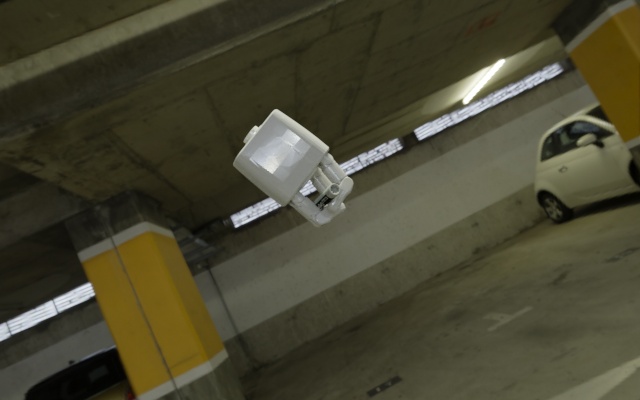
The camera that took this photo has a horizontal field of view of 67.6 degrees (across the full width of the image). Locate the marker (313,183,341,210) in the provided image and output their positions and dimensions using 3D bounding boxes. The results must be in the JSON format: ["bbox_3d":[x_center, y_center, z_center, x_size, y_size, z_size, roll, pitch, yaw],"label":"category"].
[{"bbox_3d":[0.000,0.002,0.748,0.020,0.020,0.121,0,-18,-21],"label":"marker"}]
